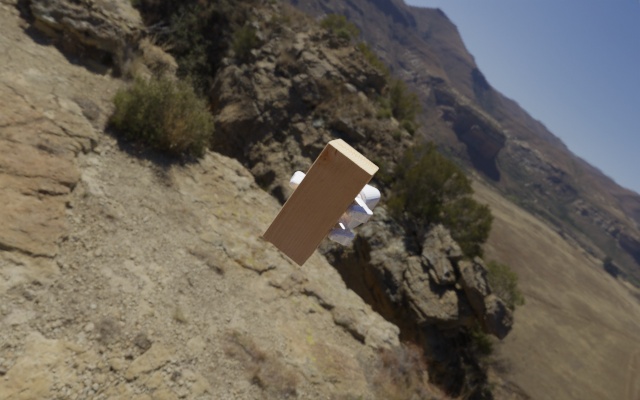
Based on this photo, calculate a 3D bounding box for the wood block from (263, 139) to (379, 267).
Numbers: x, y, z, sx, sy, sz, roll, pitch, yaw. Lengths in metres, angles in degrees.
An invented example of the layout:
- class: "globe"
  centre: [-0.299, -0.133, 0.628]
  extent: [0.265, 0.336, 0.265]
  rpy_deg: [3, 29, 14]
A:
- class: "wood block"
  centre: [0.000, 0.002, 0.844]
  extent: [0.091, 0.206, 0.090]
  rpy_deg: [38, 18, 5]
